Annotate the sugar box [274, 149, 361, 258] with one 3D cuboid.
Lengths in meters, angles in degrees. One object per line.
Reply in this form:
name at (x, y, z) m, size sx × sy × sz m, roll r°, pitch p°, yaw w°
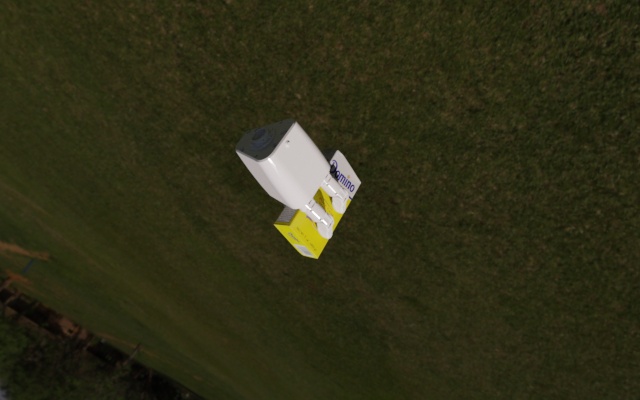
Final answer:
sugar box at (0.000, 0.003, 0.832) m, size 0.048 × 0.176 × 0.093 m, roll 6°, pitch -36°, yaw 44°
